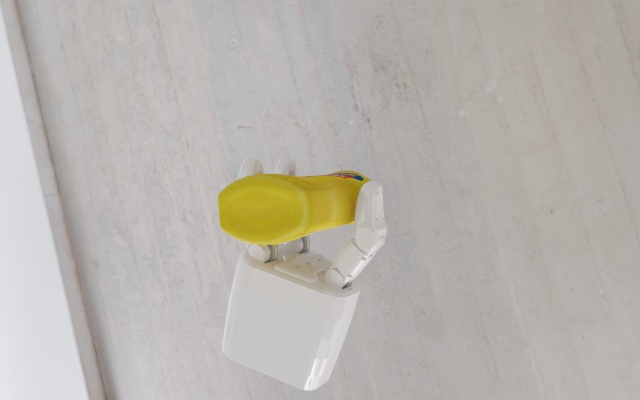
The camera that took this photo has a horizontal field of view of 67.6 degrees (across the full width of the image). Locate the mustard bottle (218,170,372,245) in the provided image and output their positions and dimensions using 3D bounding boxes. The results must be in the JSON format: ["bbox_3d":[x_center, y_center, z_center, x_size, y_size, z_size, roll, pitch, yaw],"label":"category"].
[{"bbox_3d":[0.000,0.001,0.460,0.096,0.058,0.191,-4,2,33],"label":"mustard bottle"}]
